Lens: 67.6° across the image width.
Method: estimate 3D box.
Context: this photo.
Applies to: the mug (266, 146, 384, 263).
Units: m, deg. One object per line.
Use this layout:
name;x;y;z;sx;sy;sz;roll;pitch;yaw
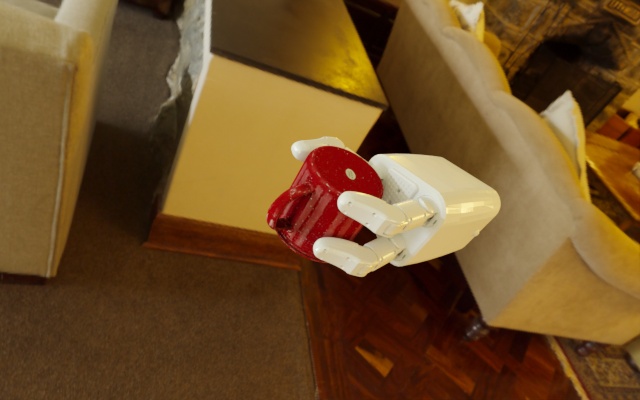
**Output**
mug;-0.001;0.001;0.463;0.117;0.093;0.081;-6;-40;-40
